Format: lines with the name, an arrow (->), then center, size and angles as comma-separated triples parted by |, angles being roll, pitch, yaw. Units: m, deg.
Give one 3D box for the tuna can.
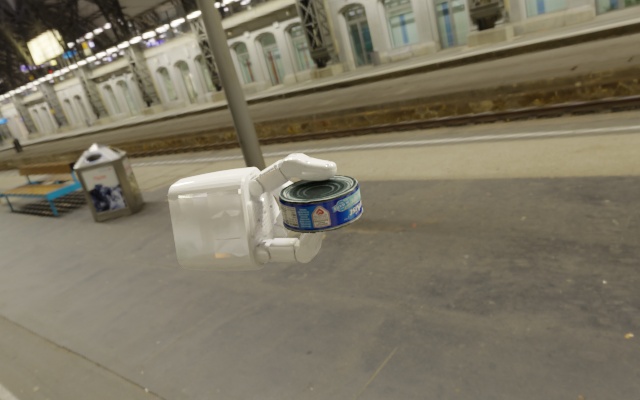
tuna can -> 0.000, 0.001, 0.499 | 0.086, 0.034, 0.086 | -9, 19, 3
